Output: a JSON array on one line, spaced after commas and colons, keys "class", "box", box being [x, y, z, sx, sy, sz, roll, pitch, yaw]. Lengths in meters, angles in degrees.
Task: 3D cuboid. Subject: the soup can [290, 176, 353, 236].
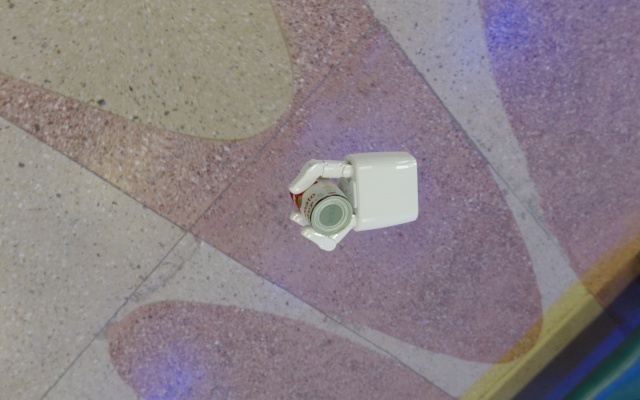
[{"class": "soup can", "box": [0.000, 0.002, 0.725, 0.068, 0.068, 0.102, 0, 24, -22]}]
